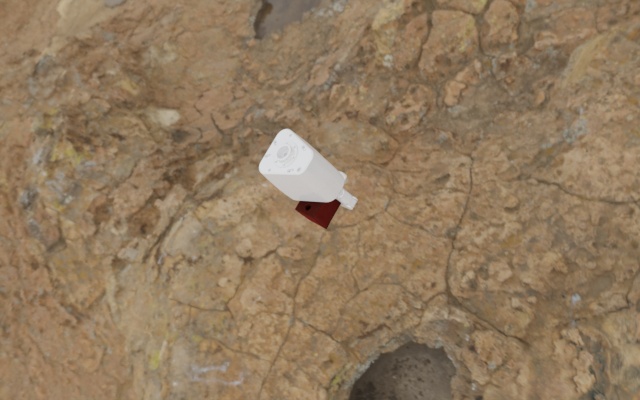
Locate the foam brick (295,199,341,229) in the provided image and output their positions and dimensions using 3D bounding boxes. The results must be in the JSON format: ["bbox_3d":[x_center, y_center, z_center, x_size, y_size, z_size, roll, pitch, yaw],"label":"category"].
[{"bbox_3d":[0.000,0.003,0.897,0.053,0.078,0.051,24,-9,39],"label":"foam brick"}]
